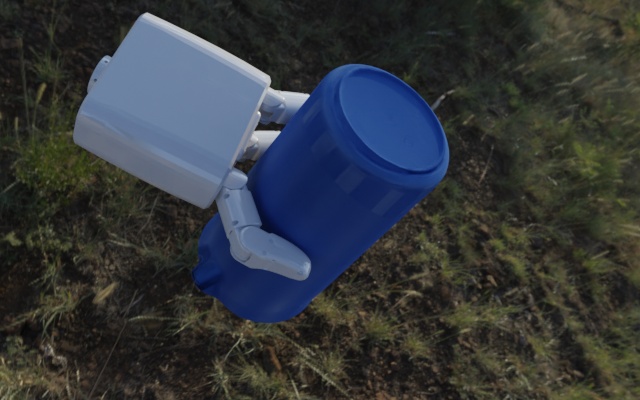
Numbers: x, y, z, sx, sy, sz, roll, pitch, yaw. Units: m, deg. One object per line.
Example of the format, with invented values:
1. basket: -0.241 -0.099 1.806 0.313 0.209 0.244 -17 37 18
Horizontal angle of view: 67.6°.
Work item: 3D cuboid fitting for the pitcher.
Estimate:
1. pitcher: 0.000 0.001 0.417 0.145 0.149 0.243 27 -41 -15
